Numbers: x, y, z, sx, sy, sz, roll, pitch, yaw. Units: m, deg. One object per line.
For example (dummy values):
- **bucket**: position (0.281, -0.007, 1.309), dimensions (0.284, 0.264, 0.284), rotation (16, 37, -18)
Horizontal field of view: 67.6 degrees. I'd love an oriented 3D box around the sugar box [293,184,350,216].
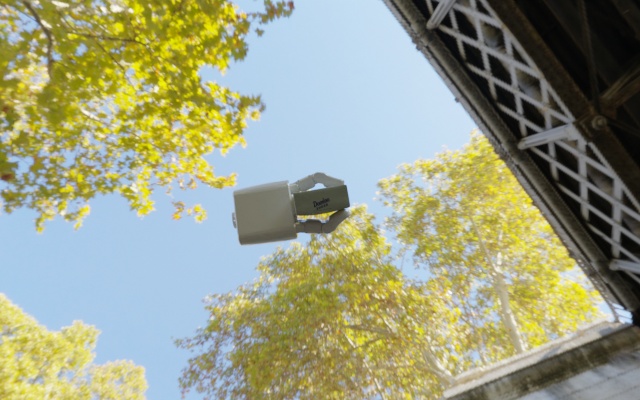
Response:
- **sugar box**: position (0.000, 0.003, 0.871), dimensions (0.093, 0.048, 0.176), rotation (-9, 1, -1)
